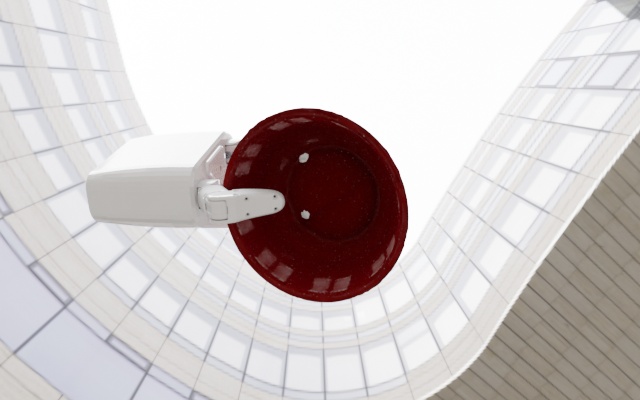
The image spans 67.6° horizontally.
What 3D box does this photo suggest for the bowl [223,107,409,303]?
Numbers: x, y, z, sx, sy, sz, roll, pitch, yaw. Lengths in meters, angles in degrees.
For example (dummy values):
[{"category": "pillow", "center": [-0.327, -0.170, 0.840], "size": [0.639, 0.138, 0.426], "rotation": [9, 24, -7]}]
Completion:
[{"category": "bowl", "center": [0.001, 0.002, 0.406], "size": [0.162, 0.162, 0.055], "rotation": [0, 14, 23]}]
